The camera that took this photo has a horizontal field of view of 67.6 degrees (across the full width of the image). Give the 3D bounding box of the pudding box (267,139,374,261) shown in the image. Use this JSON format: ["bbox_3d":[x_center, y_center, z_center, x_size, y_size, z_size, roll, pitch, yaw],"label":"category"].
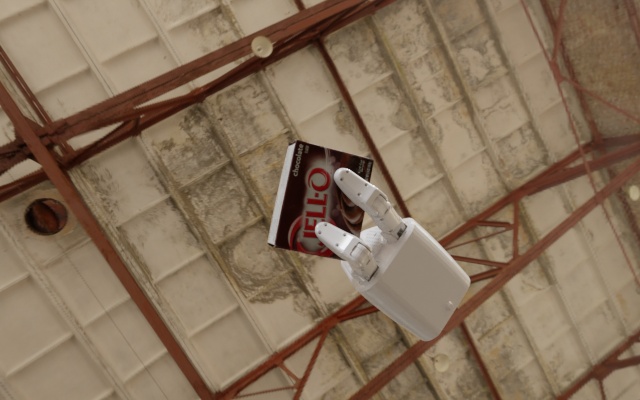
[{"bbox_3d":[0.000,0.002,0.501,0.090,0.113,0.039,12,-6,-21],"label":"pudding box"}]
